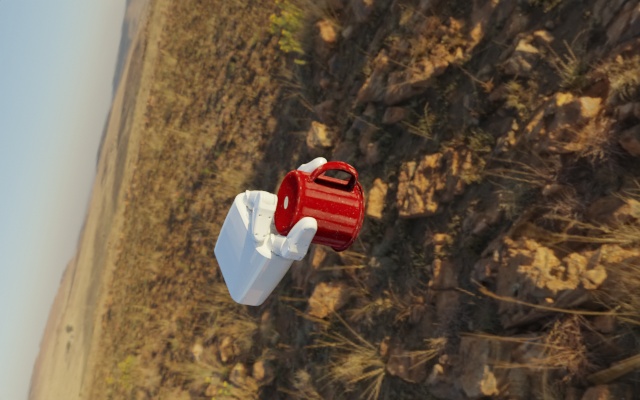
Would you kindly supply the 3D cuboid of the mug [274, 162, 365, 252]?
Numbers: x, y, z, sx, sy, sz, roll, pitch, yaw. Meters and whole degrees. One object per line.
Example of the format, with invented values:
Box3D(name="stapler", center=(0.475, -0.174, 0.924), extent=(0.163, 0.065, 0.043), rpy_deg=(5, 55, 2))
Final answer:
Box3D(name="mug", center=(0.001, 0.001, 0.571), extent=(0.081, 0.117, 0.093), rpy_deg=(13, 39, -25))
